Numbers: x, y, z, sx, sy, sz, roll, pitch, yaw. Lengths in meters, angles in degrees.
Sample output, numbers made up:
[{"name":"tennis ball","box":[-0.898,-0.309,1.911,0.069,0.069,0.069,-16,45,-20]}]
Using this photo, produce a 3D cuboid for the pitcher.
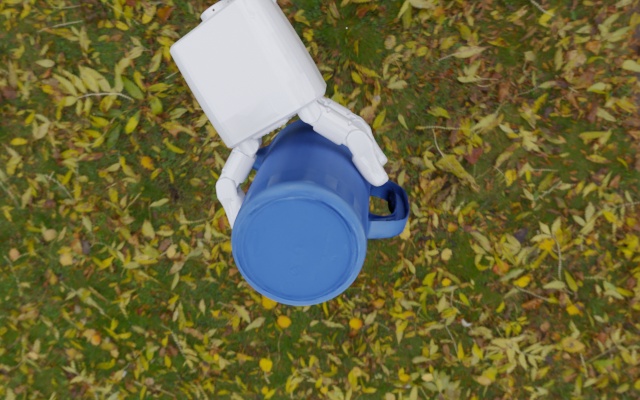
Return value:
[{"name":"pitcher","box":[0.000,0.001,0.481,0.149,0.145,0.242,-29,15,12]}]
